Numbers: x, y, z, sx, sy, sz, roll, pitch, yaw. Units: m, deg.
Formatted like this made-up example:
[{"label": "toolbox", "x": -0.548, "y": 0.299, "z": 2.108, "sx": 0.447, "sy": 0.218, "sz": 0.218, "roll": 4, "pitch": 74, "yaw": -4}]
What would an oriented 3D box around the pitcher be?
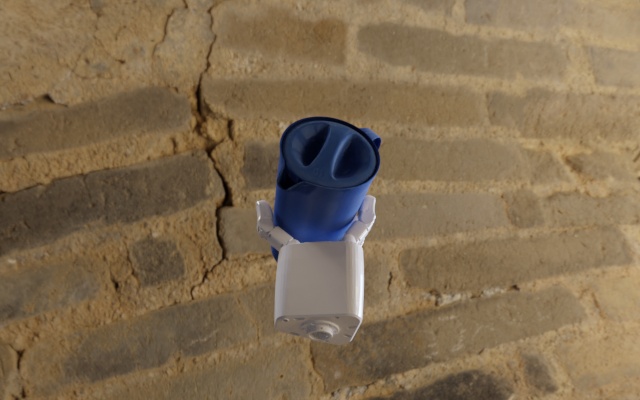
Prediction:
[{"label": "pitcher", "x": 0.000, "y": 0.002, "z": 0.709, "sx": 0.149, "sy": 0.145, "sz": 0.243, "roll": 7, "pitch": -40, "yaw": -8}]
